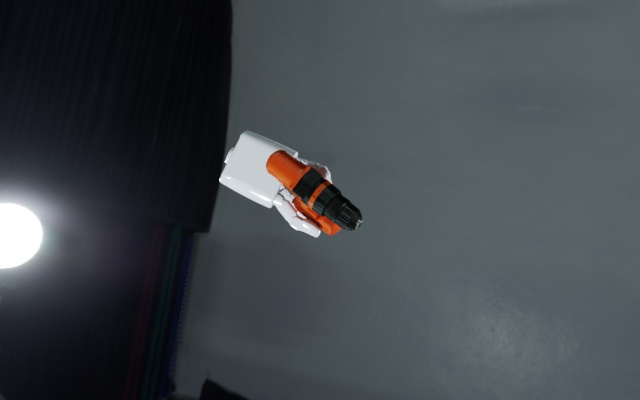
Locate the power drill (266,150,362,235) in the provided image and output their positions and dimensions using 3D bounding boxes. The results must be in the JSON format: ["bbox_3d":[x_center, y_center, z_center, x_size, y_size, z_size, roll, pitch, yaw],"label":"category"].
[{"bbox_3d":[0.000,0.003,0.815,0.184,0.057,0.188,40,-9,17],"label":"power drill"}]
